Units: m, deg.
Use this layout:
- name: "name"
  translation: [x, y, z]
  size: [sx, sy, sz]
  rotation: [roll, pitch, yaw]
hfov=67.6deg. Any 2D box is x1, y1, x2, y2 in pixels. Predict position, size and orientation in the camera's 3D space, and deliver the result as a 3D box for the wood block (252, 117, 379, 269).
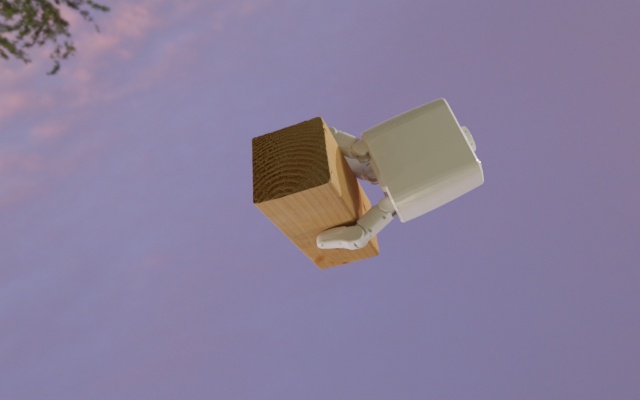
- name: "wood block"
  translation: [0.001, 0.002, 0.597]
  size: [0.090, 0.090, 0.206]
  rotation: [-16, -32, 14]
